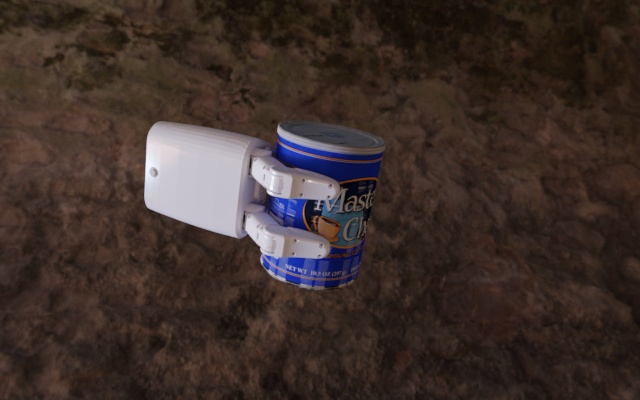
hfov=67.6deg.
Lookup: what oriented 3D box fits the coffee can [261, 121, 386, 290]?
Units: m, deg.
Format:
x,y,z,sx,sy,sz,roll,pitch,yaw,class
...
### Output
x,y,z,sx,sy,sz,roll,pitch,yaw,class
0.000,0.001,0.471,0.103,0.140,0.102,9,19,-3,coffee can
